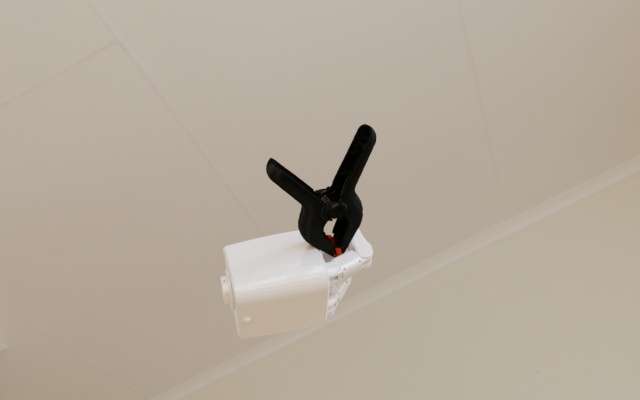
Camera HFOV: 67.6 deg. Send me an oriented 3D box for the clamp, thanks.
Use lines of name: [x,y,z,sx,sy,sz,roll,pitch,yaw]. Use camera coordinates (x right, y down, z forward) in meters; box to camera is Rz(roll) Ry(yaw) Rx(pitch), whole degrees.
clamp: [0.000,0.001,0.527,0.120,0.172,0.039,-11,39,-16]
